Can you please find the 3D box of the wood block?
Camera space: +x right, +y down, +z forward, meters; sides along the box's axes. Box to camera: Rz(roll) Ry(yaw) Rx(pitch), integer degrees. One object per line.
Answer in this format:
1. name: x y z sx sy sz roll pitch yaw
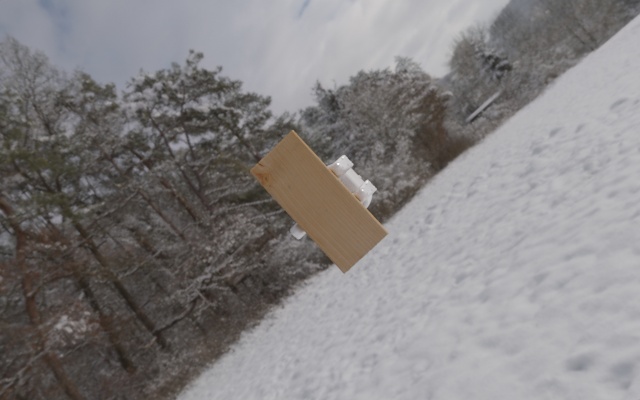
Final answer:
1. wood block: 0.000 0.003 0.736 0.091 0.206 0.090 -43 -3 3
